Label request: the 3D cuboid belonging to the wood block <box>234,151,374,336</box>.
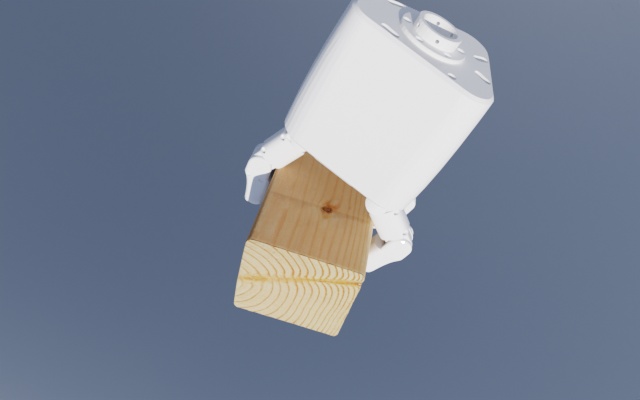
[{"bbox_3d":[0.000,0.001,0.437,0.091,0.090,0.206,17,44,-1],"label":"wood block"}]
